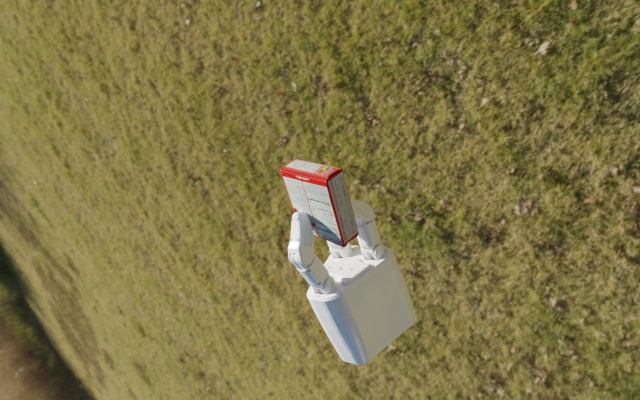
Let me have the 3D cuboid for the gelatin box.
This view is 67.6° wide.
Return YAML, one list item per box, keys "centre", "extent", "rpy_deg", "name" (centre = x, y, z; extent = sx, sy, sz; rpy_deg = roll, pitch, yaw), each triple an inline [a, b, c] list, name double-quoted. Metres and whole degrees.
- centre: [0.000, 0.002, 0.532]
  extent: [0.073, 0.089, 0.030]
  rpy_deg: [16, 44, 43]
  name: "gelatin box"
